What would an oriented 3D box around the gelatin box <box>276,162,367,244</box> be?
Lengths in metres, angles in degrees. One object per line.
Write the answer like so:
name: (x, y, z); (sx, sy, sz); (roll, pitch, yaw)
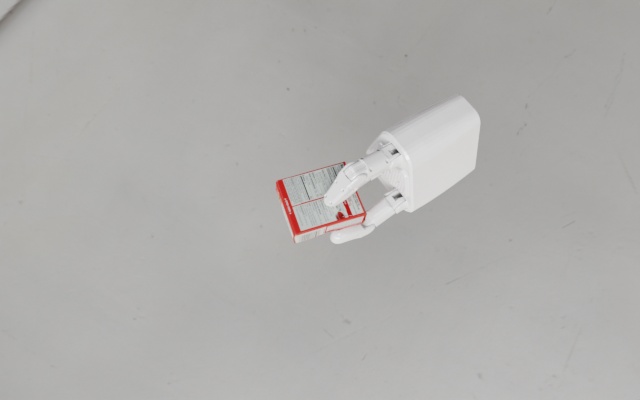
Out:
gelatin box: (0.000, 0.002, 0.558); (0.089, 0.073, 0.030); (-16, -23, -12)
